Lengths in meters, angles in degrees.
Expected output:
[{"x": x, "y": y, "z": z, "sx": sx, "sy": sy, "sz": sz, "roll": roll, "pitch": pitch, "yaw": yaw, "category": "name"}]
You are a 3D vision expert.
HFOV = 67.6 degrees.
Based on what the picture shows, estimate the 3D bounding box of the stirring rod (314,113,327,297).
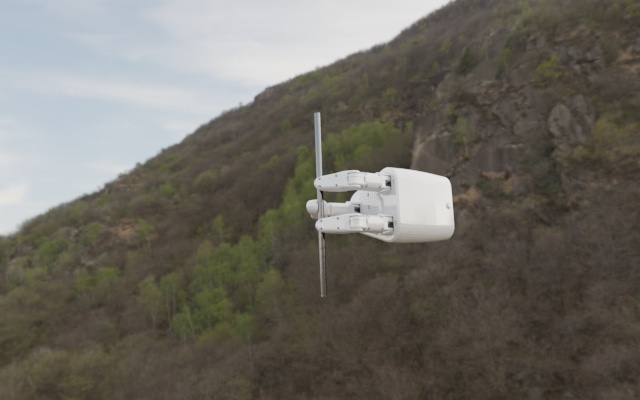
[{"x": 0.000, "y": 0.002, "z": 0.620, "sx": 0.011, "sy": 0.239, "sz": 0.011, "roll": -2, "pitch": -9, "yaw": 0, "category": "stirring rod"}]
